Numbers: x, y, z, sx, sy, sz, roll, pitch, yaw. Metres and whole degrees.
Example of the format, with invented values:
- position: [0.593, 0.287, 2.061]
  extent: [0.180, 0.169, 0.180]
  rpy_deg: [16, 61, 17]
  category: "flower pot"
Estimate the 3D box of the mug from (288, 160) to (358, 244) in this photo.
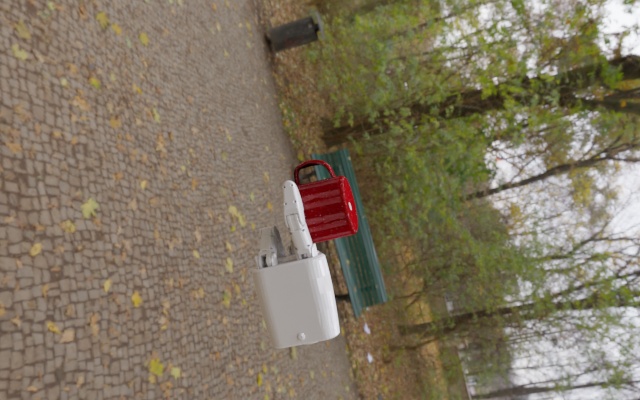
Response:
- position: [0.000, 0.001, 0.648]
  extent: [0.081, 0.117, 0.093]
  rpy_deg: [-13, 1, 12]
  category: "mug"
